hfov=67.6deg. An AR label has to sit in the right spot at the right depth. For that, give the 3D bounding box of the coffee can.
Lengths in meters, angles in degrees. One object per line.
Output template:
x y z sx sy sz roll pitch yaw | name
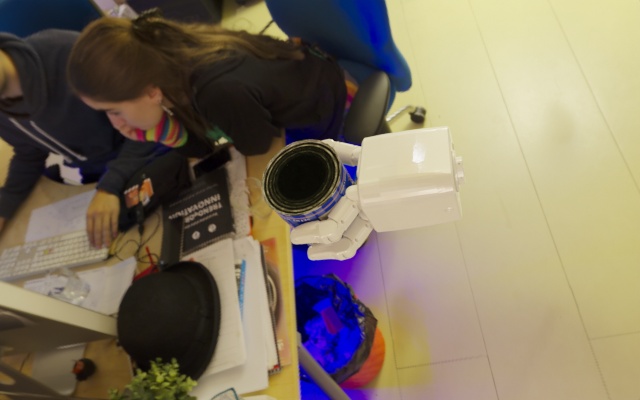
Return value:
0.000 0.002 0.618 0.103 0.102 0.140 0 -26 23 | coffee can
